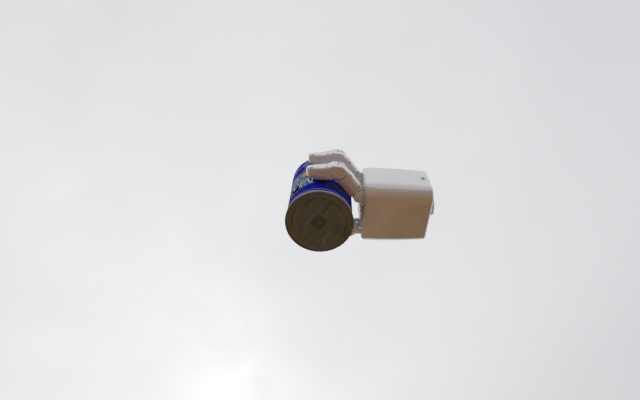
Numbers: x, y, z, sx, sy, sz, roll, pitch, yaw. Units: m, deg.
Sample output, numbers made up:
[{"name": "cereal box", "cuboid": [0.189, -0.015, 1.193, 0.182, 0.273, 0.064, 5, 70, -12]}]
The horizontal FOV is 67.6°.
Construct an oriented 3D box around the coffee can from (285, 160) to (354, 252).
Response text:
[{"name": "coffee can", "cuboid": [0.000, 0.003, 0.766, 0.103, 0.103, 0.140, 0, 26, 2]}]
